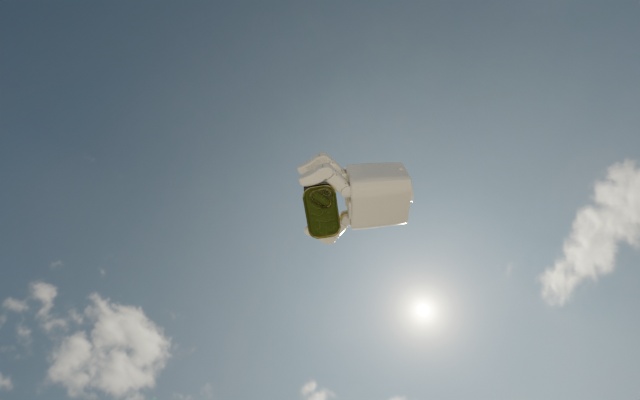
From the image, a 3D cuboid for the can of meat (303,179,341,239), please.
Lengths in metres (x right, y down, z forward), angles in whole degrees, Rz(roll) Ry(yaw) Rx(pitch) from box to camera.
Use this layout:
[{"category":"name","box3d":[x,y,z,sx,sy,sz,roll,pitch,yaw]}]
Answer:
[{"category":"can of meat","box3d":[0.000,0.003,0.855,0.057,0.102,0.084,-9,27,1]}]
